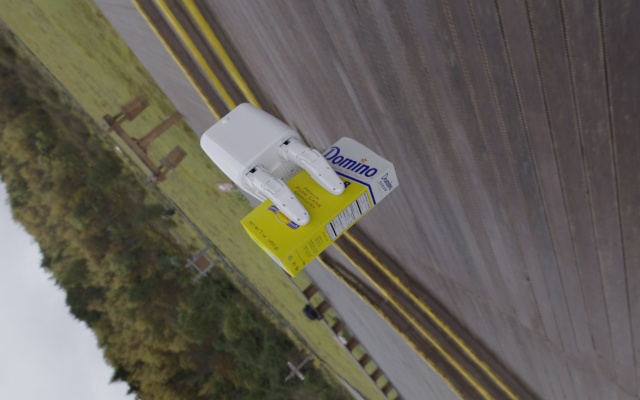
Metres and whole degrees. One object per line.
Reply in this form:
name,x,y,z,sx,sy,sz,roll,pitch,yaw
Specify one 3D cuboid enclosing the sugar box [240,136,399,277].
sugar box,0.000,0.002,0.578,0.093,0.176,0.048,37,-16,39
